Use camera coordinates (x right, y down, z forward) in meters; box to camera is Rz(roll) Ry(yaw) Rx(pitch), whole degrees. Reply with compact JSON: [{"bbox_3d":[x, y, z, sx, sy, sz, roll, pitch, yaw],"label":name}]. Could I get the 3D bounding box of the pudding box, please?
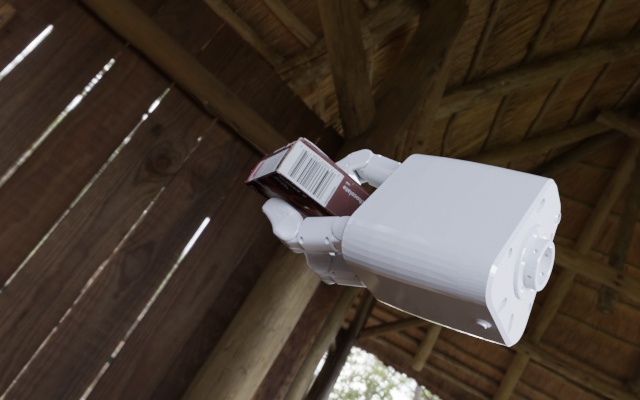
[{"bbox_3d":[0.000,0.001,0.404,0.113,0.039,0.090,40,-19,-16],"label":"pudding box"}]
